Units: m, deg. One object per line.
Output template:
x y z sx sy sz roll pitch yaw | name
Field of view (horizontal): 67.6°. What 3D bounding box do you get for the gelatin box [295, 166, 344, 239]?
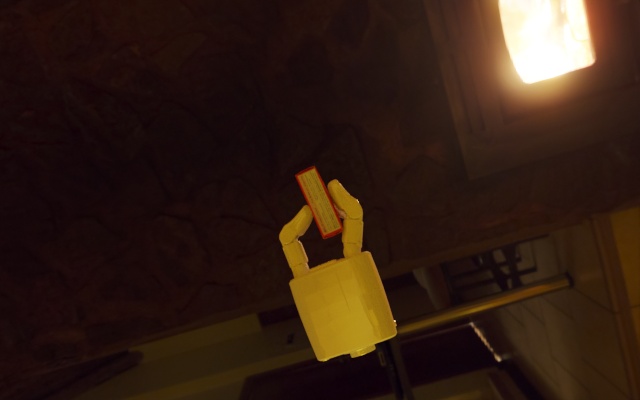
0.000 0.002 0.617 0.030 0.089 0.073 -25 0 1 | gelatin box
